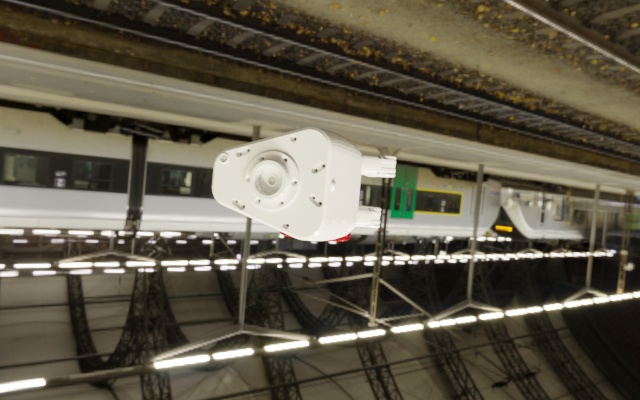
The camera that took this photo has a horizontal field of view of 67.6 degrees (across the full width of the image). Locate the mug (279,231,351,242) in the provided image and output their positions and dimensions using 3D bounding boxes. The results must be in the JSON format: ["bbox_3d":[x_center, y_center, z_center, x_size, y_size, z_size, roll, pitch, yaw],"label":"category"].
[{"bbox_3d":[0.000,0.002,0.550,0.093,0.081,0.117,5,0,17],"label":"mug"}]
